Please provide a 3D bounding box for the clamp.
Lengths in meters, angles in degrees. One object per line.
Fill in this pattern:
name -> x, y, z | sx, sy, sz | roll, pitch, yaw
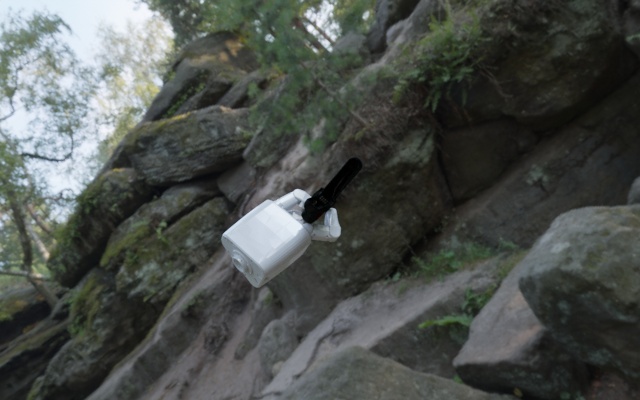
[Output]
clamp -> 0.000, 0.002, 0.780 | 0.120, 0.039, 0.171 | -36, -11, -30
